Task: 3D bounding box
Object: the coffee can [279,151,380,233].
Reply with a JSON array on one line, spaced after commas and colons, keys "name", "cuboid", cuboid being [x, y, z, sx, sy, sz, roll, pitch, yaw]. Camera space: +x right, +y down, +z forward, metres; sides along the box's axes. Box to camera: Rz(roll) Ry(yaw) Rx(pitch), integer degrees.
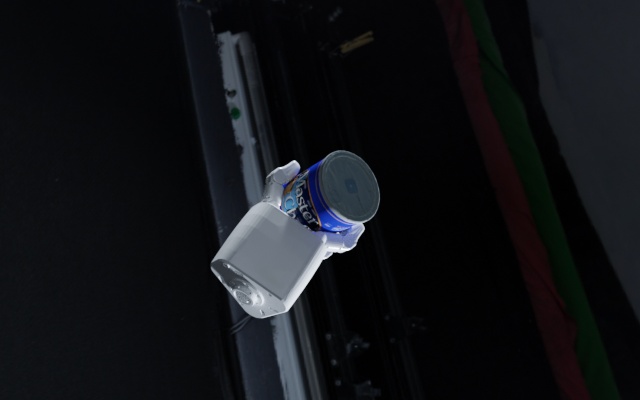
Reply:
[{"name": "coffee can", "cuboid": [0.000, 0.002, 0.689, 0.103, 0.102, 0.140, 0, -18, -39]}]
